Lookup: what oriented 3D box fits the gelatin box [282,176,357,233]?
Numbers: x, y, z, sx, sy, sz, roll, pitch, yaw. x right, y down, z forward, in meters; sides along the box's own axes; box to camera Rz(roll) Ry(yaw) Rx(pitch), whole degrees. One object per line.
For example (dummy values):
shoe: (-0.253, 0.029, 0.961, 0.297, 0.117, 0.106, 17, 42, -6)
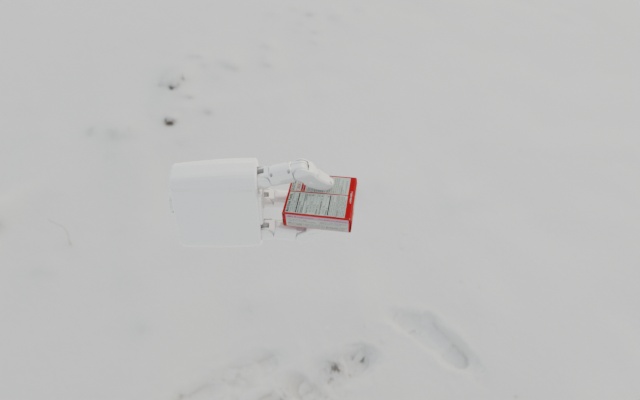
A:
gelatin box: (0.000, 0.002, 0.620, 0.089, 0.073, 0.030, 5, -41, 8)
